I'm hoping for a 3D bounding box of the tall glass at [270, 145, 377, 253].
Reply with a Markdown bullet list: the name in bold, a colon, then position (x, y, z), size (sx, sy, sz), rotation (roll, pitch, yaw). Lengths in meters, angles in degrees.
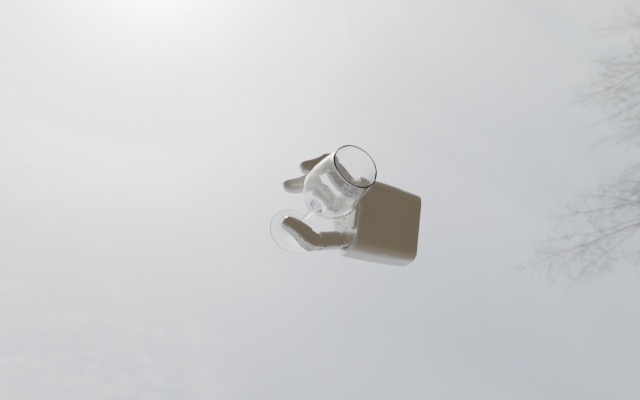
- **tall glass**: position (0.000, 0.003, 0.664), size (0.079, 0.079, 0.201), rotation (0, -27, -29)
